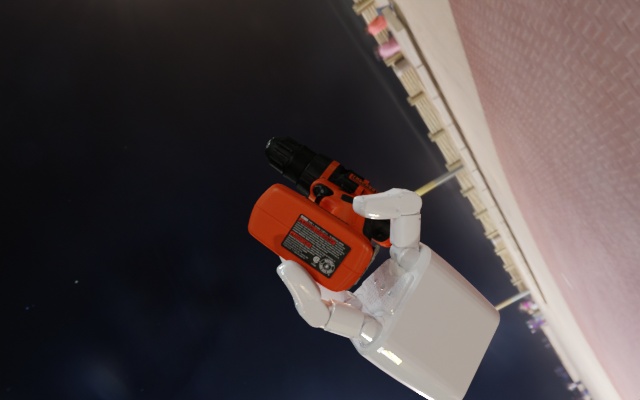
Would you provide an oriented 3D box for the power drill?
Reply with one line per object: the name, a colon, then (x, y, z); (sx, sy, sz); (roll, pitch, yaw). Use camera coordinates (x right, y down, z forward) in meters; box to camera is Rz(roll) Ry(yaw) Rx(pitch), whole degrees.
power drill: (0.000, 0.002, 0.474); (0.184, 0.057, 0.187); (33, 21, 5)
